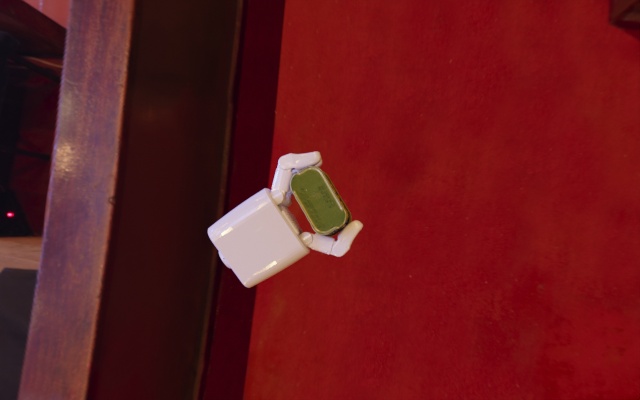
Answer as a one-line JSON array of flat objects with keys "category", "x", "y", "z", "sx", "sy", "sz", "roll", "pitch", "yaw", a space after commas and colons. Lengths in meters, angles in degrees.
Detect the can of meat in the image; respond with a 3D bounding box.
[{"category": "can of meat", "x": 0.000, "y": 0.002, "z": 0.692, "sx": 0.057, "sy": 0.102, "sz": 0.084, "roll": -31, "pitch": -6, "yaw": 3}]
